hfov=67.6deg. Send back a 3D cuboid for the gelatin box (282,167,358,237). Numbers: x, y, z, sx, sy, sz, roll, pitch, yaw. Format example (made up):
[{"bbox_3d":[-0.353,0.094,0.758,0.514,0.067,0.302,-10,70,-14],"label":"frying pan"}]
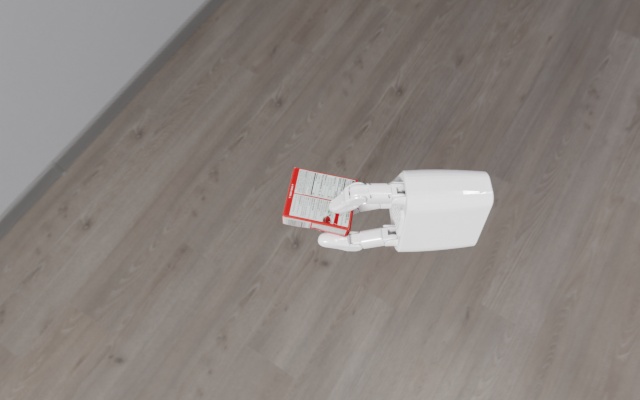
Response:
[{"bbox_3d":[0.000,0.002,0.624,0.089,0.073,0.030,12,-25,-1],"label":"gelatin box"}]
